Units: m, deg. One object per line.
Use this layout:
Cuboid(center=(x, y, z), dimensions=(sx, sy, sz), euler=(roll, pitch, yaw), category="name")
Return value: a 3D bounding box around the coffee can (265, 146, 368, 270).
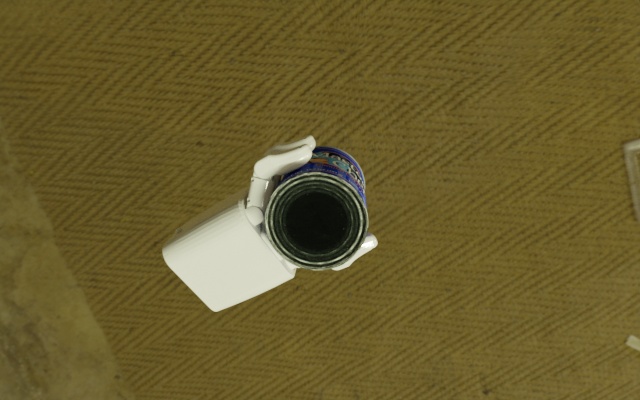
Cuboid(center=(0.000, 0.002, 0.532), dimensions=(0.103, 0.103, 0.140), euler=(0, 17, 4), category="coffee can")
